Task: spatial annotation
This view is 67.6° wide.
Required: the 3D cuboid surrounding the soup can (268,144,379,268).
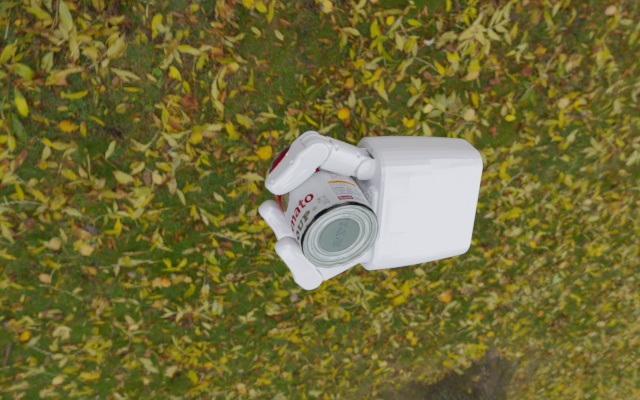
[{"bbox_3d":[0.000,0.001,0.415,0.068,0.068,0.102,0,35,-24],"label":"soup can"}]
